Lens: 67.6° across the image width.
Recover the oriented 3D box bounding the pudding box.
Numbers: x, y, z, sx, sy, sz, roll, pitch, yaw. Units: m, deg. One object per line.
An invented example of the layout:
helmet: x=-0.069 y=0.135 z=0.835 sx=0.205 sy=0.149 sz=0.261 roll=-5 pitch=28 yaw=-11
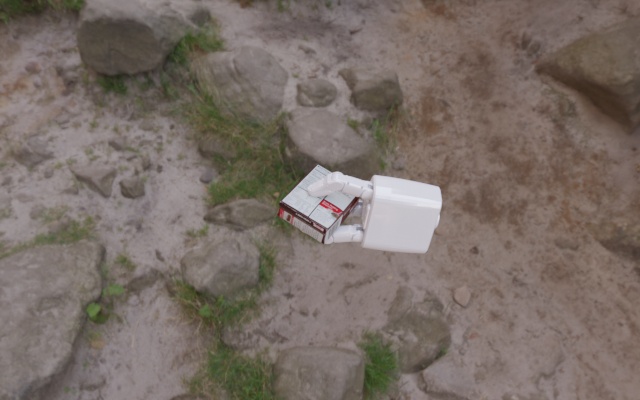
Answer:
pudding box: x=0.000 y=0.002 z=0.752 sx=0.090 sy=0.039 sz=0.113 roll=30 pitch=48 yaw=15
